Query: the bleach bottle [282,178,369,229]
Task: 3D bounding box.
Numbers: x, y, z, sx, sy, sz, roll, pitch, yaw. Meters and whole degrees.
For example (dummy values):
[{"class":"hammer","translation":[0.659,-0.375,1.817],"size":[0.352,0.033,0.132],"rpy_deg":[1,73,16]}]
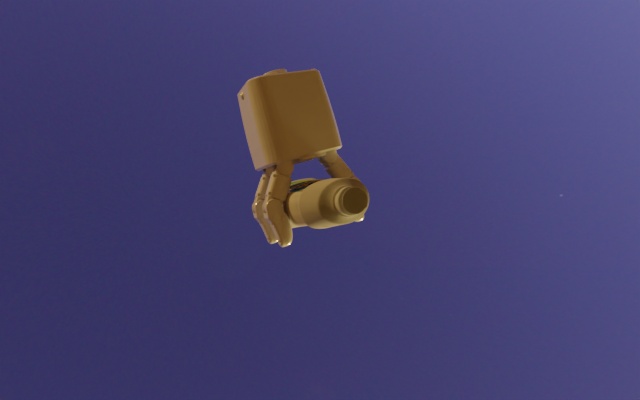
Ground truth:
[{"class":"bleach bottle","translation":[0.000,0.002,0.606],"size":[0.102,0.068,0.251],"rpy_deg":[-16,4,-20]}]
